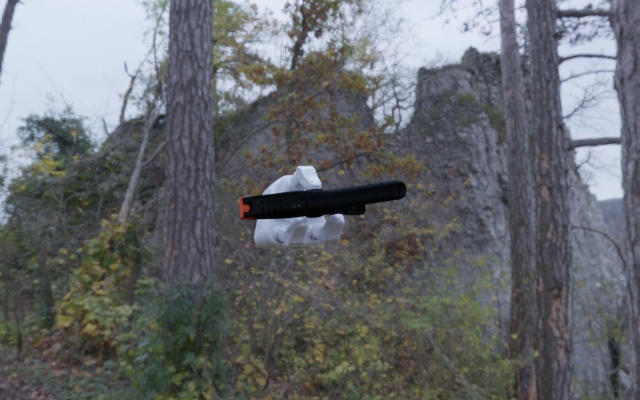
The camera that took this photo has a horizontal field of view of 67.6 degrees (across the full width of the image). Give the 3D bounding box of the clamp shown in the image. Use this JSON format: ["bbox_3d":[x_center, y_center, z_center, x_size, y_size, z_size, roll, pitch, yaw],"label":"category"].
[{"bbox_3d":[-0.001,0.001,0.640,0.210,0.036,0.164,-3,-10,-22],"label":"clamp"}]
